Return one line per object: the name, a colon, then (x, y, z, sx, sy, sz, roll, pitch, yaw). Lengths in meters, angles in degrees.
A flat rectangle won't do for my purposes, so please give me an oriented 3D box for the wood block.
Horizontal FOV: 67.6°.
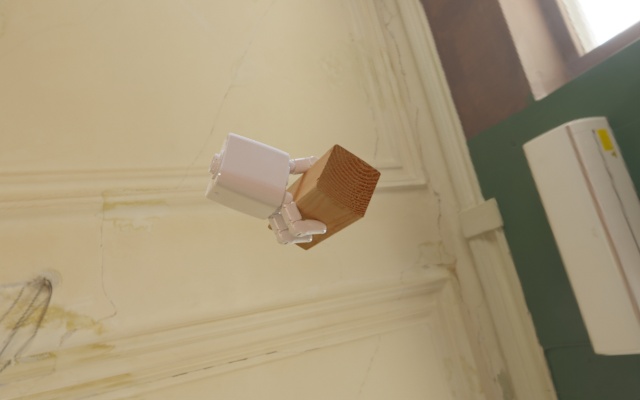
wood block: (0.000, 0.002, 0.802, 0.090, 0.090, 0.206, 32, -30, -13)
